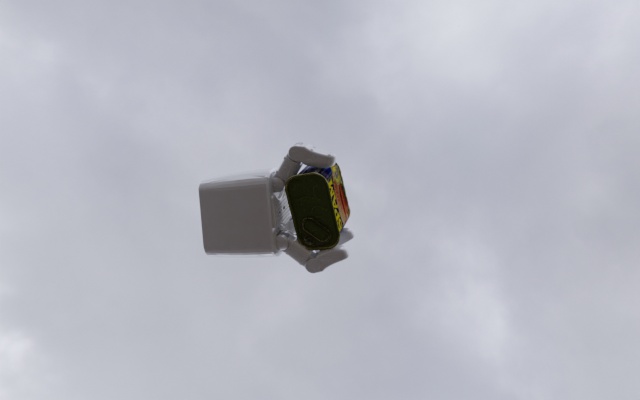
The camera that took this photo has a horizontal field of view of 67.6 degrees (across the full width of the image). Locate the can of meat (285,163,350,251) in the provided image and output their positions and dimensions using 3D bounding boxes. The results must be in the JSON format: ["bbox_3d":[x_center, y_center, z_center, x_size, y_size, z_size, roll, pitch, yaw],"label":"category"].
[{"bbox_3d":[0.000,0.002,0.631,0.057,0.102,0.084,-8,17,18],"label":"can of meat"}]
